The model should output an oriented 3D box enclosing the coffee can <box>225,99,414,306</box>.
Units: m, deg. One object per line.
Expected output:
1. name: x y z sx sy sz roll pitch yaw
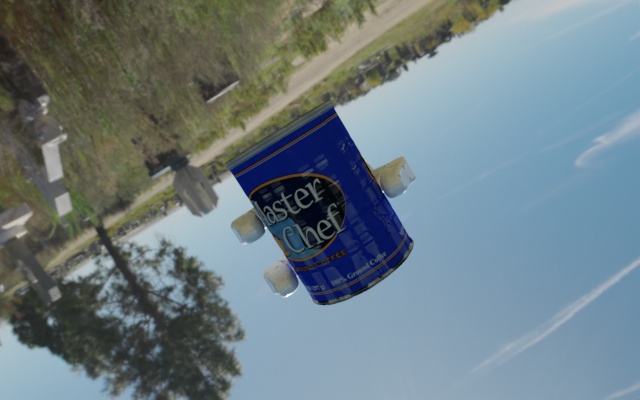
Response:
1. coffee can: 0.000 0.001 0.406 0.103 0.140 0.103 -31 9 5
